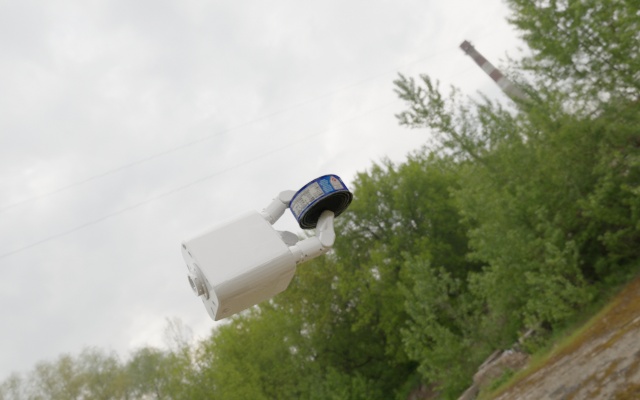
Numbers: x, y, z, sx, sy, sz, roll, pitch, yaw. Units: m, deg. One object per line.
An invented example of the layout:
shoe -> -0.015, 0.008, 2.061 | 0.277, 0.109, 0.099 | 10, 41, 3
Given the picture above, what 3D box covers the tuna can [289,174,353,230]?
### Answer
tuna can -> 0.000, 0.002, 0.661 | 0.086, 0.033, 0.086 | -27, -24, -13
